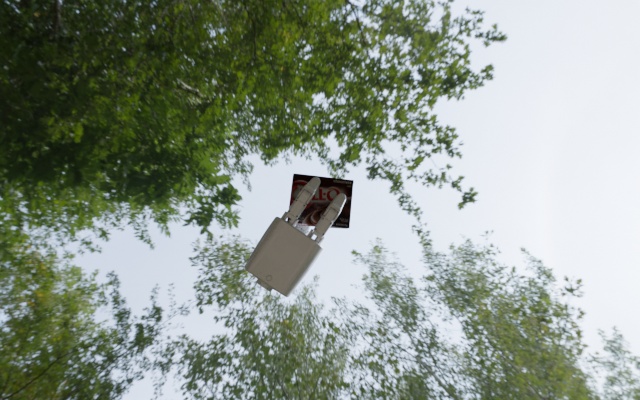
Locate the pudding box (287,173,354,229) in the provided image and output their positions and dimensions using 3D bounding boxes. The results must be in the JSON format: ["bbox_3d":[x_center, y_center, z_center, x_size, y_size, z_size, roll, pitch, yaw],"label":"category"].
[{"bbox_3d":[0.000,0.003,0.868,0.113,0.090,0.039,6,-9,-4],"label":"pudding box"}]
